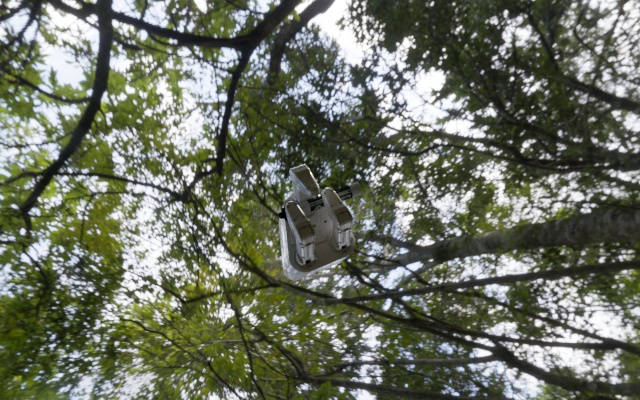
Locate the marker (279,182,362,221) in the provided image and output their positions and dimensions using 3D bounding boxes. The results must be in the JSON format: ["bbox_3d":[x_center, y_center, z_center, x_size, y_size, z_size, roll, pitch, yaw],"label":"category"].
[{"bbox_3d":[0.000,0.002,0.656,0.121,0.020,0.020,-19,6,-16],"label":"marker"}]
